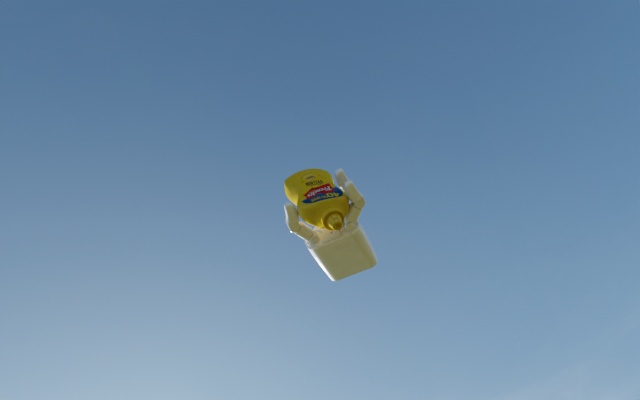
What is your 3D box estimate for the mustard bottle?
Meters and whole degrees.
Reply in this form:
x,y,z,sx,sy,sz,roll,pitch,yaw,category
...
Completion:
x,y,z,sx,sy,sz,roll,pitch,yaw,category
0.000,0.003,0.895,0.096,0.058,0.191,-12,30,-14,mustard bottle
